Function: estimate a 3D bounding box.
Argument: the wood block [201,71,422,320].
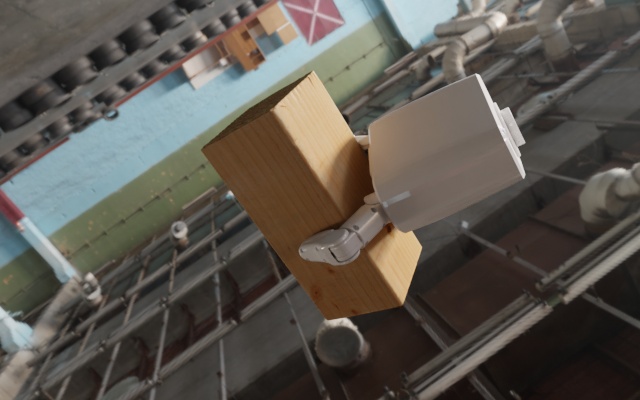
[{"bbox_3d":[0.000,0.002,0.445,0.090,0.206,0.090,-20,22,35],"label":"wood block"}]
